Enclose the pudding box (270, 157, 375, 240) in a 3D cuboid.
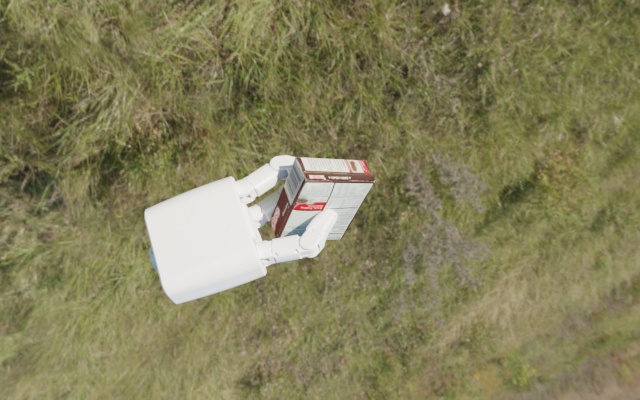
[{"bbox_3d":[0.000,0.002,0.558,0.090,0.039,0.114,0,-39,-26],"label":"pudding box"}]
